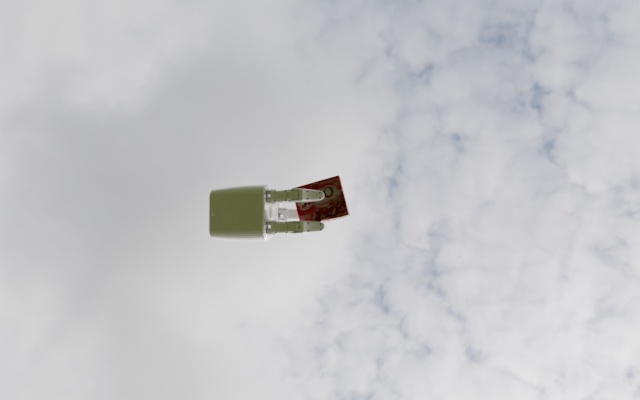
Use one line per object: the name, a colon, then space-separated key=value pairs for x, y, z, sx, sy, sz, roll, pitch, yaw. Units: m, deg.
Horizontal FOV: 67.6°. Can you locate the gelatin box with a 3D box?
gelatin box: x=0.001 y=0.003 z=0.846 sx=0.089 sy=0.073 sz=0.030 roll=-15 pitch=-8 yaw=6
